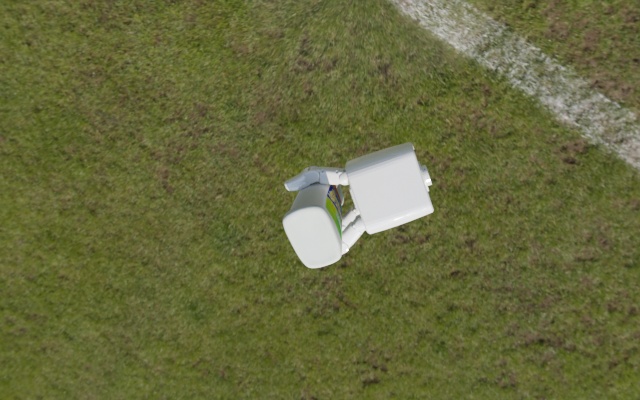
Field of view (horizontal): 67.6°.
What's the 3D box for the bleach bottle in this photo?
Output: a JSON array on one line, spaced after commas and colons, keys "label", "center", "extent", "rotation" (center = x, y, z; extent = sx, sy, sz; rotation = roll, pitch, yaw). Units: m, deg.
[{"label": "bleach bottle", "center": [0.000, 0.003, 0.780], "extent": [0.068, 0.103, 0.250], "rotation": [-18, 22, 13]}]
